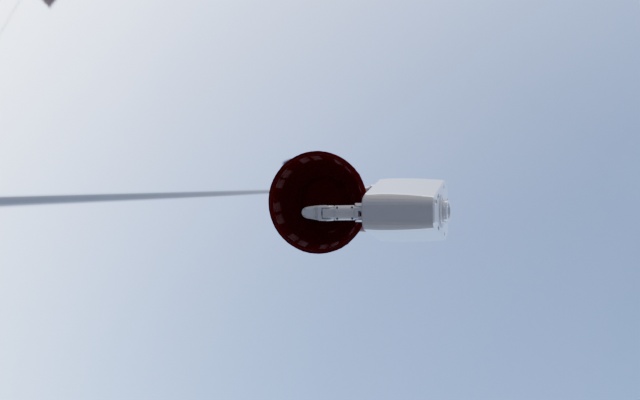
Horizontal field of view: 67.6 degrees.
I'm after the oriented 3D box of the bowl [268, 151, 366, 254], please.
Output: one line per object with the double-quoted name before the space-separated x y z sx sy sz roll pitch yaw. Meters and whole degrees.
"bowl" -0.001 0.002 0.770 0.162 0.162 0.055 0 2 15
